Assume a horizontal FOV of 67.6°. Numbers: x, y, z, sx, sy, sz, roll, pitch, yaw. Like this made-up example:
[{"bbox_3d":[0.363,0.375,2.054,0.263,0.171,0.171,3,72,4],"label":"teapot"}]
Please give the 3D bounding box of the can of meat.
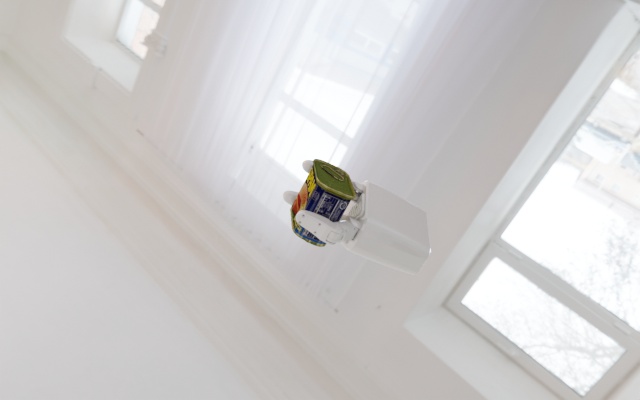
[{"bbox_3d":[0.000,0.002,0.651,0.057,0.084,0.102,23,21,-15],"label":"can of meat"}]
